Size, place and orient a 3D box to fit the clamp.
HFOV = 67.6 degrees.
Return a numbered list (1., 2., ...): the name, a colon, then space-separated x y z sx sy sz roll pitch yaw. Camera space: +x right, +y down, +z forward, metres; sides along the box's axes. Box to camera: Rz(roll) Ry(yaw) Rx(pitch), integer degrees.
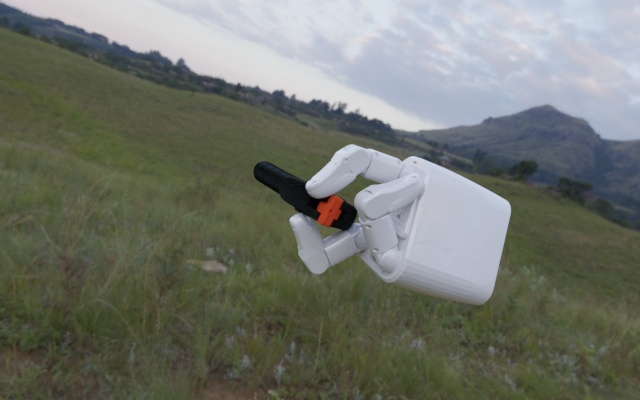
1. clamp: 0.000 0.001 0.491 0.120 0.039 0.171 19 7 -22
